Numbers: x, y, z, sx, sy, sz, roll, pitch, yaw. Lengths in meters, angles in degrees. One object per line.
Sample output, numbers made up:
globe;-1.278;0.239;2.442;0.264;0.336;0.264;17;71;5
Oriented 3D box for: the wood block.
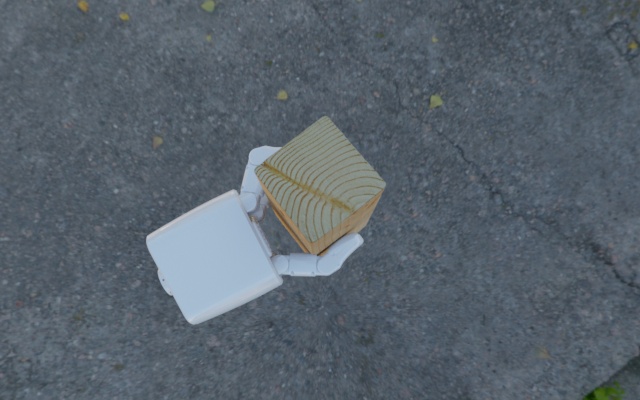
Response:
wood block;0.000;0.002;0.534;0.090;0.091;0.206;-38;-10;-7
